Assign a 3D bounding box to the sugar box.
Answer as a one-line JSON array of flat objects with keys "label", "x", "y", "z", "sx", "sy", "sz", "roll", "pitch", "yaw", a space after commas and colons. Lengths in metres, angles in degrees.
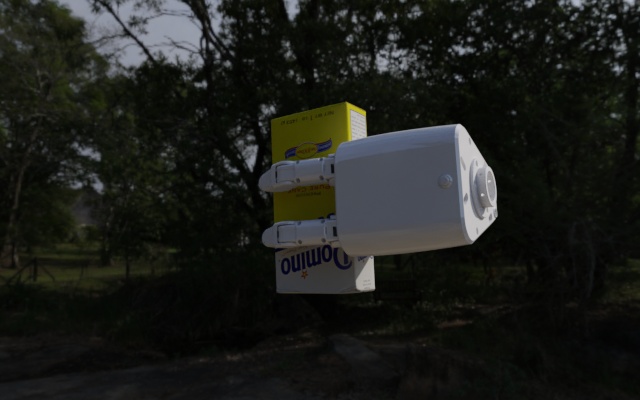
[{"label": "sugar box", "x": 0.000, "y": 0.001, "z": 0.468, "sx": 0.093, "sy": 0.176, "sz": 0.048, "roll": -7, "pitch": -10, "yaw": 33}]
